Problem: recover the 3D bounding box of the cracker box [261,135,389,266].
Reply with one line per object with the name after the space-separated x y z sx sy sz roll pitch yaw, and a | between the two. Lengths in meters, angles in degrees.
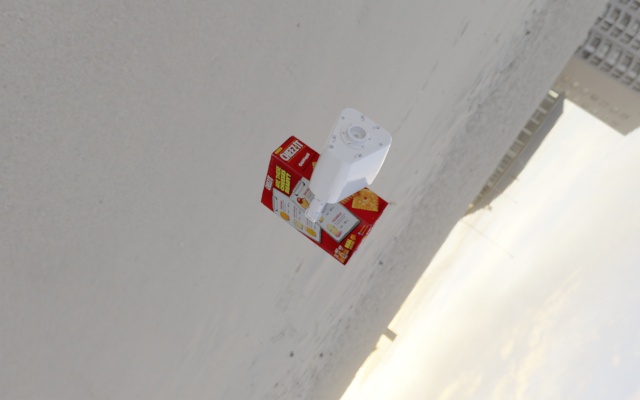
0.000 0.003 0.887 0.213 0.072 0.164 37 -34 9 | cracker box
